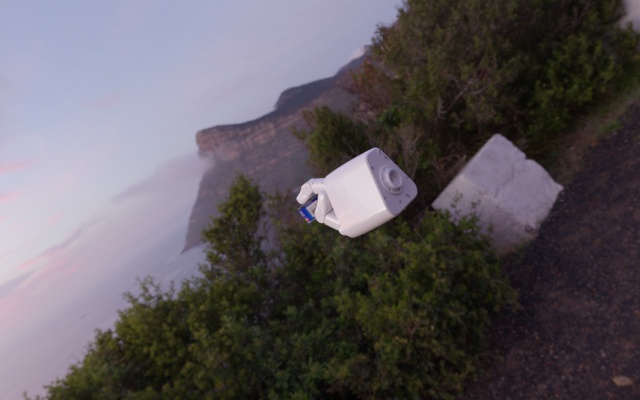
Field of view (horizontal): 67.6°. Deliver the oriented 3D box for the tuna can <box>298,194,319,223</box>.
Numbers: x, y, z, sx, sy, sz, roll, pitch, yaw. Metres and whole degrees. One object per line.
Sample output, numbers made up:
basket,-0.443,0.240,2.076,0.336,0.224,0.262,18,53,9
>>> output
tuna can,0.000,0.002,0.886,0.086,0.034,0.086,-39,4,3
